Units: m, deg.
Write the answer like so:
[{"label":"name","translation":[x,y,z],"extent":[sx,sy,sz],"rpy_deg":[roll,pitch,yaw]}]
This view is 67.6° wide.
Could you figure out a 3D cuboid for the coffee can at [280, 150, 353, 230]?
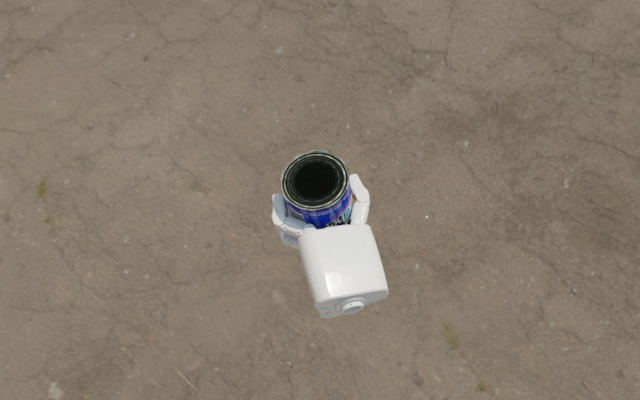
[{"label":"coffee can","translation":[0.000,0.002,0.753],"extent":[0.103,0.102,0.140],"rpy_deg":[0,-29,8]}]
